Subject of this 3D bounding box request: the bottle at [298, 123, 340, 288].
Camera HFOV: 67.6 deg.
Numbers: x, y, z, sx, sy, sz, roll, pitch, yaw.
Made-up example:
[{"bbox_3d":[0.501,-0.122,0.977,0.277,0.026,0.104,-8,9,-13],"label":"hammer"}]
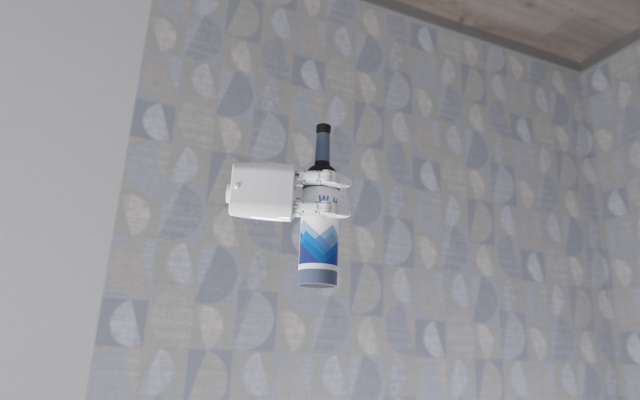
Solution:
[{"bbox_3d":[0.000,0.003,0.844,0.069,0.295,0.069,2,-17,1],"label":"bottle"}]
